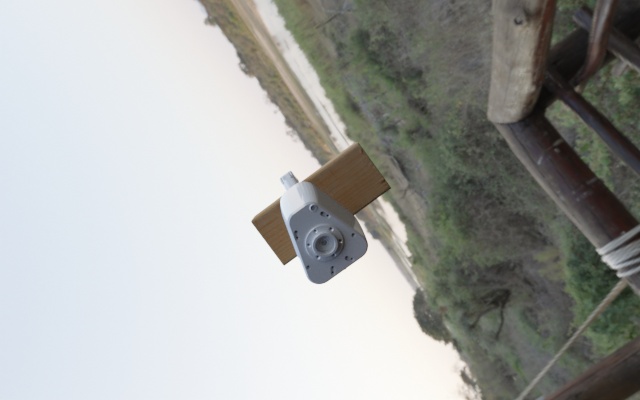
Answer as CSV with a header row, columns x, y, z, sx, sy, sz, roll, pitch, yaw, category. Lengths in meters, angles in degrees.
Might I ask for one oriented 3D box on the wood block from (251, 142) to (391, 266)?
x,y,z,sx,sy,sz,roll,pitch,yaw,category
0.000,0.002,0.776,0.206,0.091,0.090,-36,5,3,wood block
